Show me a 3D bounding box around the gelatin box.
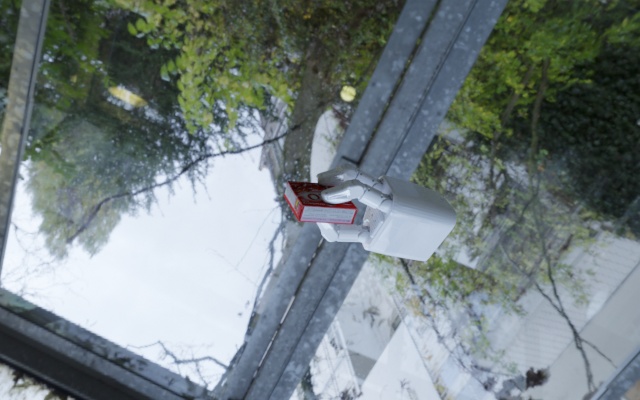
[{"bbox_3d":[0.000,0.003,0.695,0.089,0.030,0.073,4,28,-25],"label":"gelatin box"}]
